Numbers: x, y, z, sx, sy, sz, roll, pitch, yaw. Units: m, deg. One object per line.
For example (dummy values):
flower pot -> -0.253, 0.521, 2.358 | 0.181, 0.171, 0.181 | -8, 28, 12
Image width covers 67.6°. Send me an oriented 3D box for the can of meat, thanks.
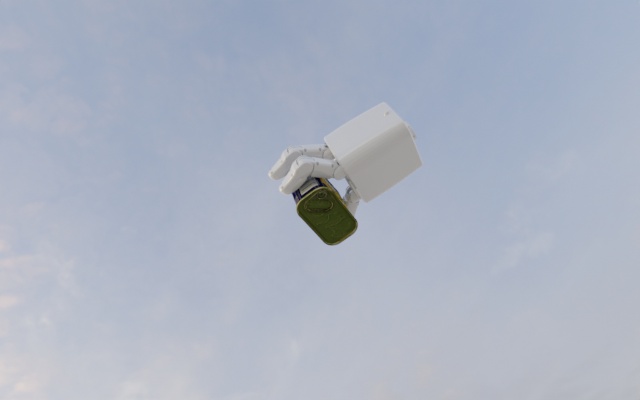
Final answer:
can of meat -> 0.000, 0.002, 0.694 | 0.057, 0.102, 0.084 | -36, 36, 8
